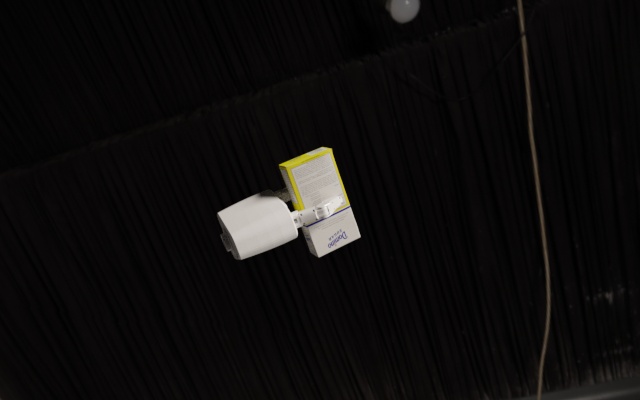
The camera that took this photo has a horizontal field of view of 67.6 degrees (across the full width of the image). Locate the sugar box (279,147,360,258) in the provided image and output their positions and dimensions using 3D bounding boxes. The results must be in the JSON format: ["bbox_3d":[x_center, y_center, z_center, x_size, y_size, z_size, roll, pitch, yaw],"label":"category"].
[{"bbox_3d":[0.000,0.003,0.855,0.093,0.176,0.048,-24,19,-18],"label":"sugar box"}]
